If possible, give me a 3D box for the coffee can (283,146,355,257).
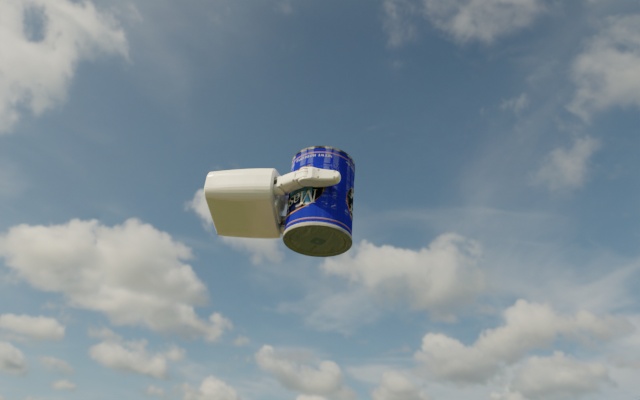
[{"bbox_3d":[0.000,0.003,0.736,0.103,0.140,0.103,3,-32,2],"label":"coffee can"}]
